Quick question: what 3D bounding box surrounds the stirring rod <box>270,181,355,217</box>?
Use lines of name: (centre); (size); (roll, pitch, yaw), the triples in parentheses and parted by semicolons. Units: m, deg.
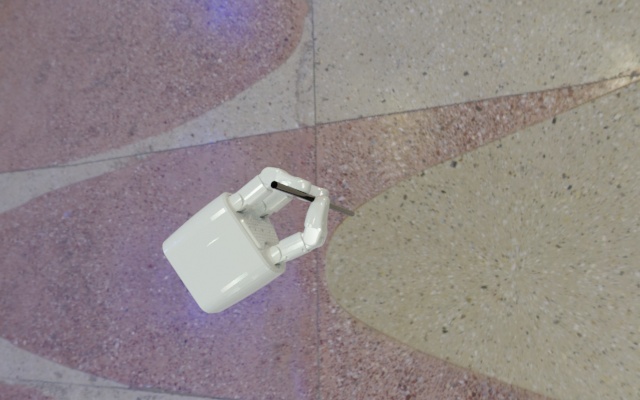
stirring rod: (0.000, 0.002, 0.572); (0.011, 0.011, 0.239); (0, -8, 22)
